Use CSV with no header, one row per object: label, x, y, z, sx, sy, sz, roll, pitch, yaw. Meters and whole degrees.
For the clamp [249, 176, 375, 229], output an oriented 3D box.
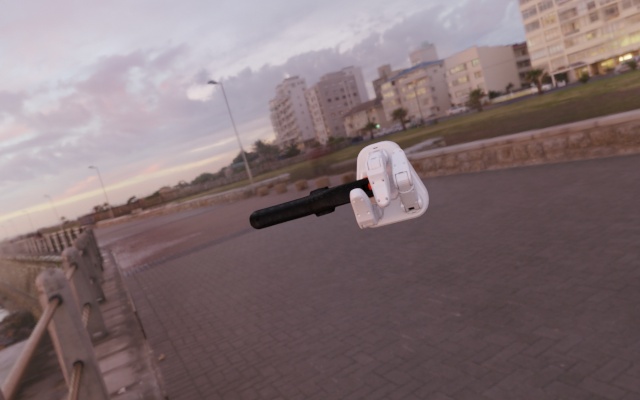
clamp,0.000,0.001,0.647,0.171,0.039,0.120,-14,5,14
